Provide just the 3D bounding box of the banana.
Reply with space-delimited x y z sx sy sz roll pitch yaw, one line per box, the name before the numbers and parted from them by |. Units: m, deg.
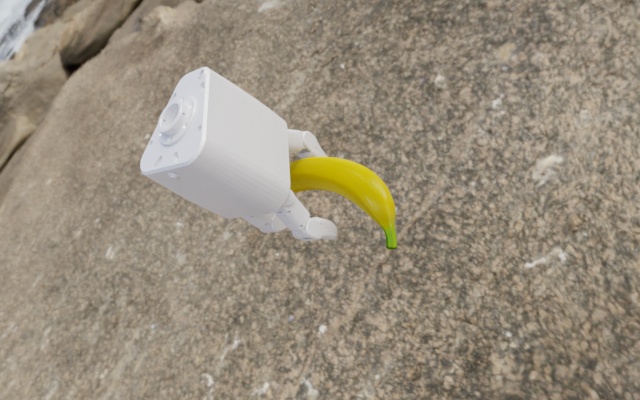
banana | 0.010 -0.014 0.519 0.197 0.069 0.037 24 0 42
